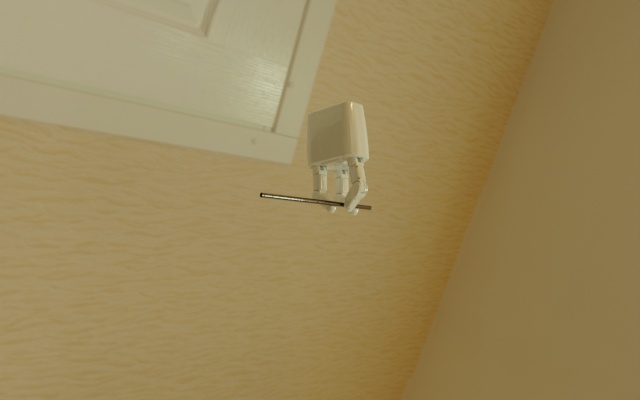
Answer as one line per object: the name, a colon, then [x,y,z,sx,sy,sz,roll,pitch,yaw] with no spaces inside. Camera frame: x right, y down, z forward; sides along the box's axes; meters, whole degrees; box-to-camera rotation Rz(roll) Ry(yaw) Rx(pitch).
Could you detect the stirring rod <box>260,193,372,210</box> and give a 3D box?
stirring rod: [0.000,0.003,0.829,0.239,0.011,0.011,7,-4,-38]
